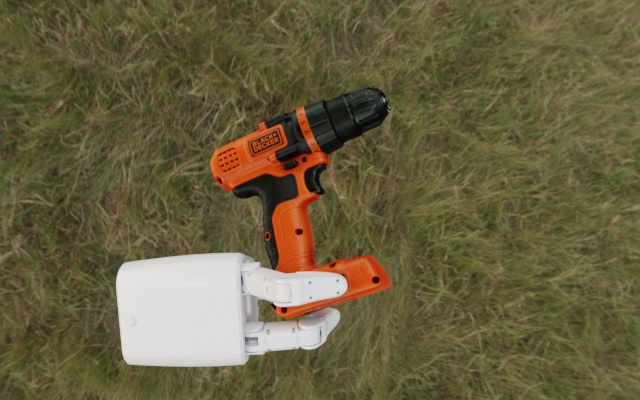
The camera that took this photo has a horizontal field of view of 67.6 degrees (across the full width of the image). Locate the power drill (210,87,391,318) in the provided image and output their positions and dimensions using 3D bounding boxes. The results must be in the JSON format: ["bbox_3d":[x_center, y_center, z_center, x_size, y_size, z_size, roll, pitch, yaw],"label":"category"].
[{"bbox_3d":[0.000,0.002,0.445,0.184,0.187,0.057,-22,-17,14],"label":"power drill"}]
